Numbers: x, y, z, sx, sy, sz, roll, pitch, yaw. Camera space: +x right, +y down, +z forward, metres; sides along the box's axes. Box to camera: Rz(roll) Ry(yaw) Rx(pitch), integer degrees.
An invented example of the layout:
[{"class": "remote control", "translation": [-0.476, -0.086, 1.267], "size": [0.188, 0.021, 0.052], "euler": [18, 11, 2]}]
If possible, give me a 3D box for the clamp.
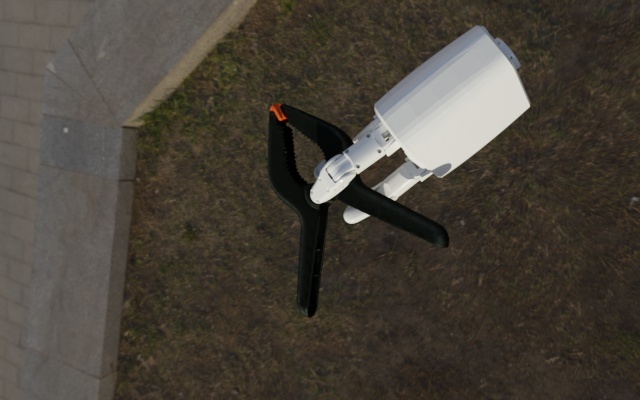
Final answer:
[{"class": "clamp", "translation": [0.000, 0.001, 0.471], "size": [0.164, 0.210, 0.036], "euler": [-38, -11, 16]}]
